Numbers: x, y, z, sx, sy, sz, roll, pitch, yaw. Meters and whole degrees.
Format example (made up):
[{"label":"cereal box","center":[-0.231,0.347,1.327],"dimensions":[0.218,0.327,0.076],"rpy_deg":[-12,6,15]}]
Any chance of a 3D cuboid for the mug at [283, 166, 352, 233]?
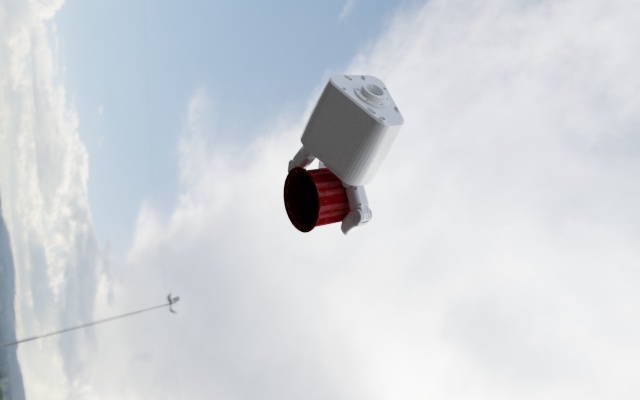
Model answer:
[{"label":"mug","center":[0.000,0.003,0.694],"dimensions":[0.081,0.093,0.117],"rpy_deg":[-9,-36,-35]}]
